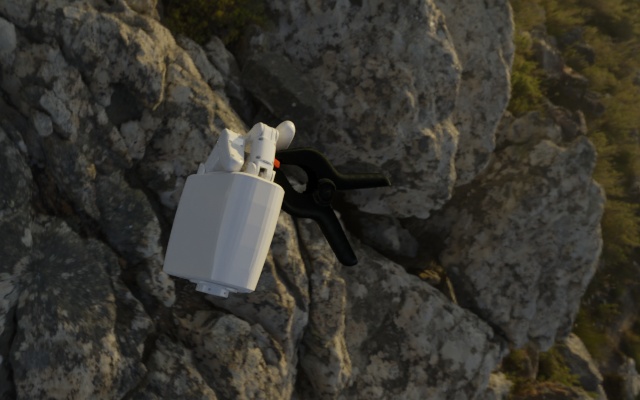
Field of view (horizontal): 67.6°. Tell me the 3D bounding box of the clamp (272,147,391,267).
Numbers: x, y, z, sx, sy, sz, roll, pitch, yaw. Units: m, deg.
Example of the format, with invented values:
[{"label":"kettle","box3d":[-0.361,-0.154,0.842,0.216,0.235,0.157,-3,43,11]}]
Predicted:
[{"label":"clamp","box3d":[0.000,0.002,0.544,0.171,0.120,0.039,21,-15,-27]}]
